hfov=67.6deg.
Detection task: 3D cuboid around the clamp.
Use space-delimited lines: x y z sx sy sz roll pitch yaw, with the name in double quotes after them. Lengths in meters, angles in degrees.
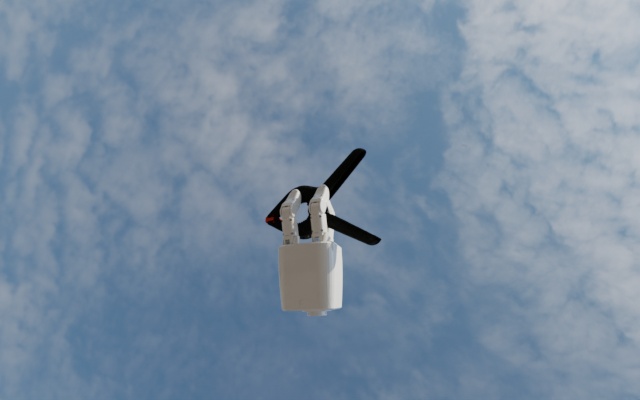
0.000 0.003 0.817 0.210 0.164 0.036 -8 -16 26 "clamp"
